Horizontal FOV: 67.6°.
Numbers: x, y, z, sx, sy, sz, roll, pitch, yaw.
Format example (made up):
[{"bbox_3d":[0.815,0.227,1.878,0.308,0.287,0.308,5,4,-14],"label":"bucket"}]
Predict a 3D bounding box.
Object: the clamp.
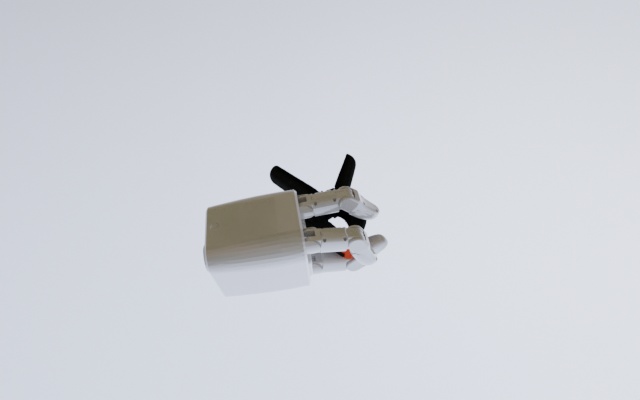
[{"bbox_3d":[0.000,0.003,0.609,0.120,0.039,0.171,-9,43,-3],"label":"clamp"}]
